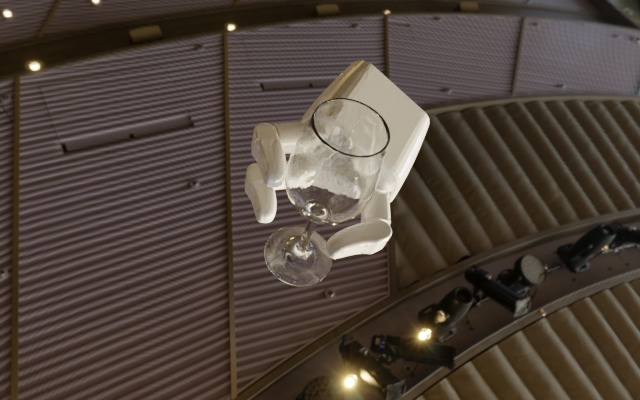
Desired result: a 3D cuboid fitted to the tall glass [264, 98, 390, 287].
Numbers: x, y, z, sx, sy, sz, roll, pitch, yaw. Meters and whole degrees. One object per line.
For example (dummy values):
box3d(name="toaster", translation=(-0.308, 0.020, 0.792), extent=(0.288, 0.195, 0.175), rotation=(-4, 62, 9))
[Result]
box3d(name="tall glass", translation=(0.000, 0.002, 0.436), extent=(0.079, 0.079, 0.201), rotation=(0, -35, -17))
